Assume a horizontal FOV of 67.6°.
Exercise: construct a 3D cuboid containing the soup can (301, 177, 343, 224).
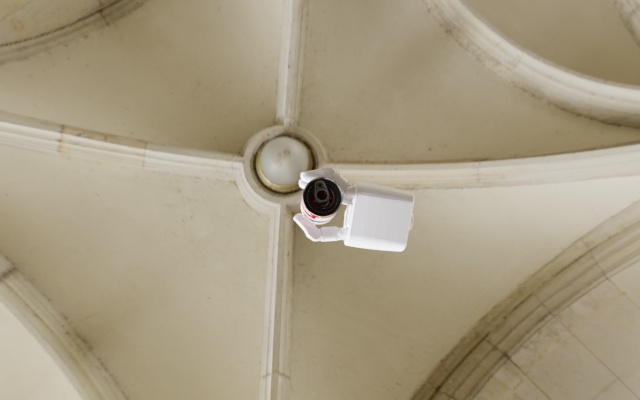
[{"bbox_3d":[0.000,0.003,0.841,0.068,0.068,0.102,0,-10,-4],"label":"soup can"}]
